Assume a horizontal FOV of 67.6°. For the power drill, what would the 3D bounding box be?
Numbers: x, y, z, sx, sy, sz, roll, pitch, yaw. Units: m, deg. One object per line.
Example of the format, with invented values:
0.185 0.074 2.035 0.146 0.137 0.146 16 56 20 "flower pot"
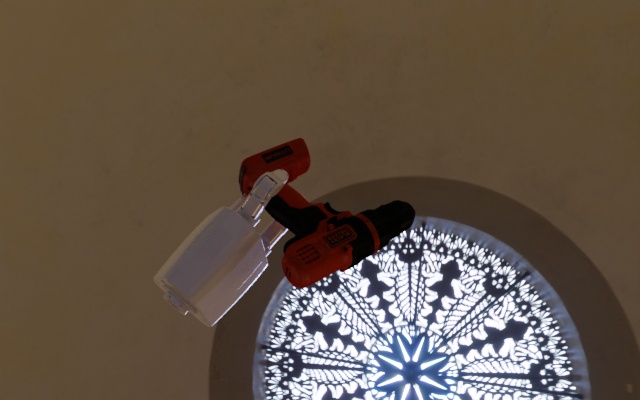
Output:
0.000 0.002 0.592 0.184 0.057 0.187 -24 54 -28 "power drill"
